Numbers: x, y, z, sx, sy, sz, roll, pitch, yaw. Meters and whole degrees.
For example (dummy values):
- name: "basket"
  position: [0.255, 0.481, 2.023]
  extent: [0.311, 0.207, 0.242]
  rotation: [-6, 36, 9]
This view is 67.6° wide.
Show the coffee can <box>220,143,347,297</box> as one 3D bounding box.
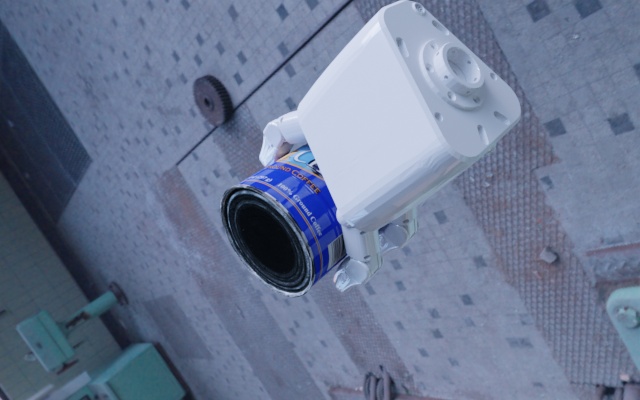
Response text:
- name: "coffee can"
  position: [0.000, 0.001, 0.417]
  extent: [0.103, 0.103, 0.140]
  rotation: [0, 28, 47]
